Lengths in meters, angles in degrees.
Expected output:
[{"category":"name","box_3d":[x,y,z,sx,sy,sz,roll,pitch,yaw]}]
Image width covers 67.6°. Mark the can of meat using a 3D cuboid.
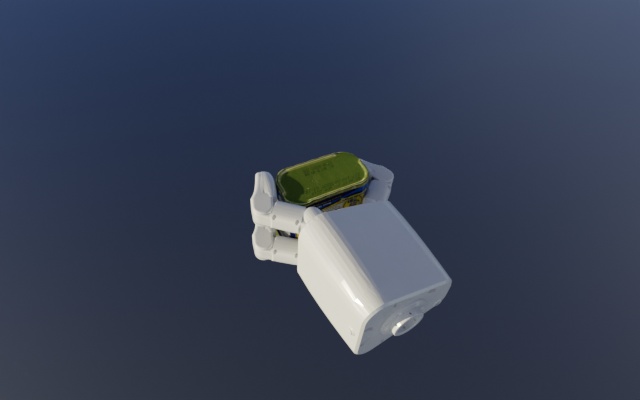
[{"category":"can of meat","box_3d":[0.000,0.001,0.515,0.102,0.057,0.084,-20,-35,-20]}]
